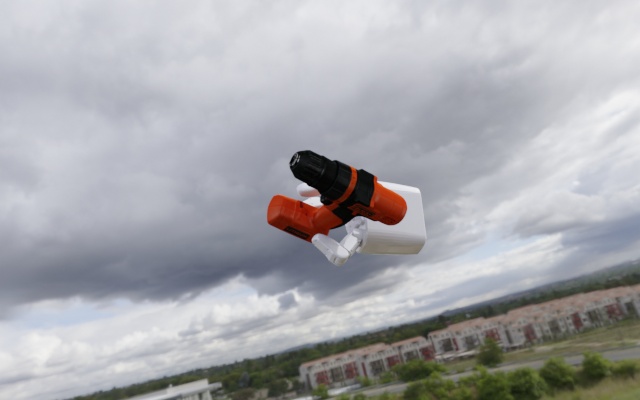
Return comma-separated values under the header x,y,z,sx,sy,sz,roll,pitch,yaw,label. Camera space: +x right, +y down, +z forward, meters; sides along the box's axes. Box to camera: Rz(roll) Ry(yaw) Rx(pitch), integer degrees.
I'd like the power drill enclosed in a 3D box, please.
x,y,z,sx,sy,sz,roll,pitch,yaw,label
0.000,0.002,0.681,0.184,0.057,0.188,27,-28,-27,power drill
